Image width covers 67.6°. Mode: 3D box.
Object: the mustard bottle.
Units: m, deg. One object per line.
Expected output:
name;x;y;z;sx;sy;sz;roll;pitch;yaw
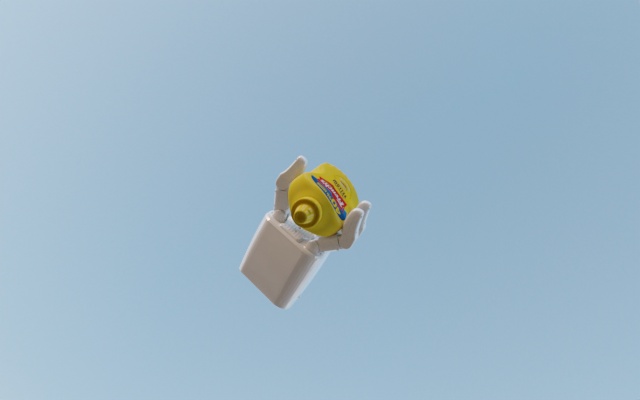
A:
mustard bottle;0.000;0.002;0.690;0.058;0.096;0.191;-33;1;20
